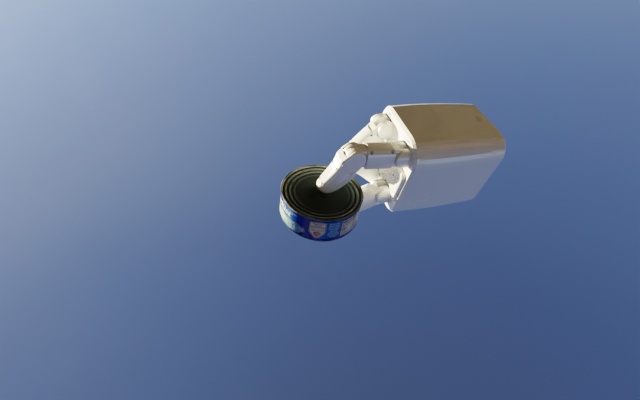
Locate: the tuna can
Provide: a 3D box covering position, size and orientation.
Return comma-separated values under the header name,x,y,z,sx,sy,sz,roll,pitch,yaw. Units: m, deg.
name,x,y,z,sx,sy,sz,roll,pitch,yaw
tuna can,0.000,0.002,0.501,0.086,0.034,0.086,5,42,-5
